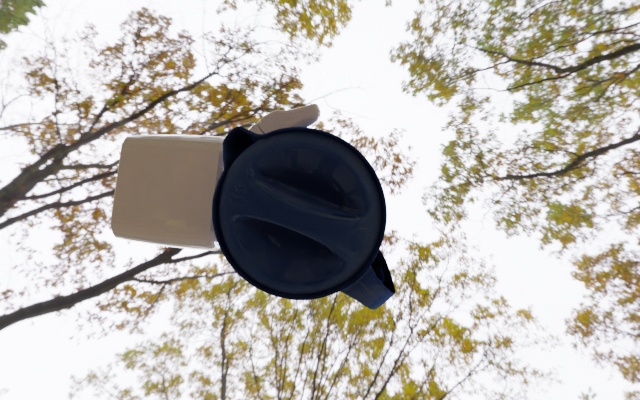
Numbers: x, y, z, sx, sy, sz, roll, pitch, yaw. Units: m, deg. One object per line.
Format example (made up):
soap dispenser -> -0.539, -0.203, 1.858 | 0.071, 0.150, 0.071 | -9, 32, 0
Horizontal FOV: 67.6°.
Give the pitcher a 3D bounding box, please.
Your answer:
pitcher -> 0.000, 0.001, 0.470 | 0.145, 0.149, 0.243 | 3, 10, 5
